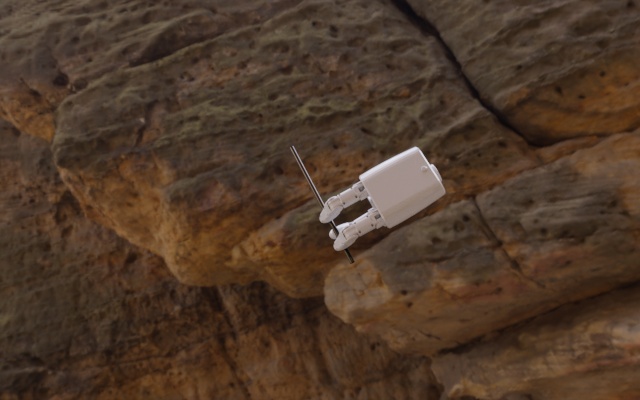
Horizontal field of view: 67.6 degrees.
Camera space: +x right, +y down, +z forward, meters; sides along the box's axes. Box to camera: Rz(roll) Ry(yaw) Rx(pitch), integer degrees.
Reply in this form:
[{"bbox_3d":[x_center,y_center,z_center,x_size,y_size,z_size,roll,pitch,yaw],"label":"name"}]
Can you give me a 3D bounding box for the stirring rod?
[{"bbox_3d":[0.000,0.003,0.825,0.011,0.239,0.011,-24,-22,-10],"label":"stirring rod"}]
